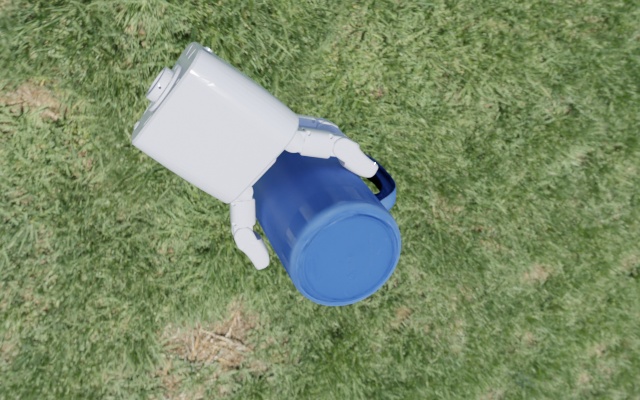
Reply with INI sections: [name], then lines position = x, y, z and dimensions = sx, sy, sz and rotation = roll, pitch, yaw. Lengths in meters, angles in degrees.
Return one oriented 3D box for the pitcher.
[pitcher]
position = 0.000, 0.002, 0.526
dimensions = 0.145, 0.149, 0.242
rotation = 36, 8, -29
